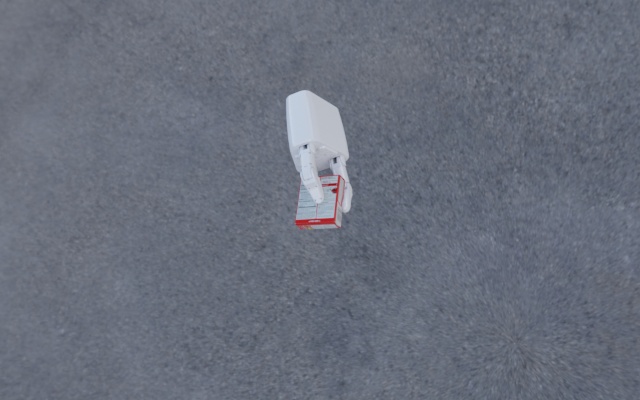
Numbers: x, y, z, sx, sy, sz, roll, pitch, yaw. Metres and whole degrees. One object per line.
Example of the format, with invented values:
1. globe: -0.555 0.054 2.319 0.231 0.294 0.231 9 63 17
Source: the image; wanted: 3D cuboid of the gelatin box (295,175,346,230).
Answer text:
1. gelatin box: 0.000 0.003 0.798 0.073 0.089 0.030 -4 -25 23
